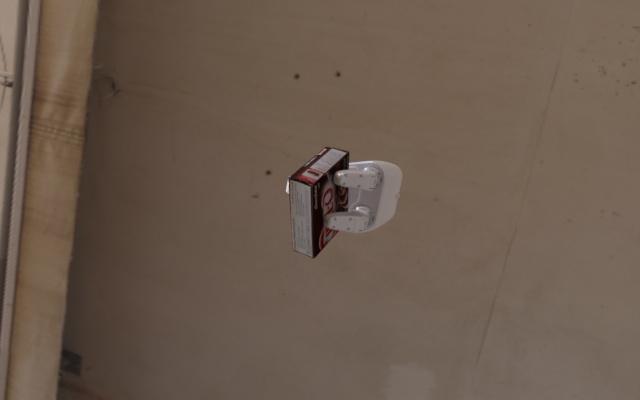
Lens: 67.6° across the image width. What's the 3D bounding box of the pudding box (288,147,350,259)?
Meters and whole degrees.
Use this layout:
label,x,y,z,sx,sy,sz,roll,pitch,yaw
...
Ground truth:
label,x,y,z,sx,sy,sz,roll,pitch,yaw
pudding box,0.000,0.002,0.598,0.039,0.114,0.090,16,38,26
